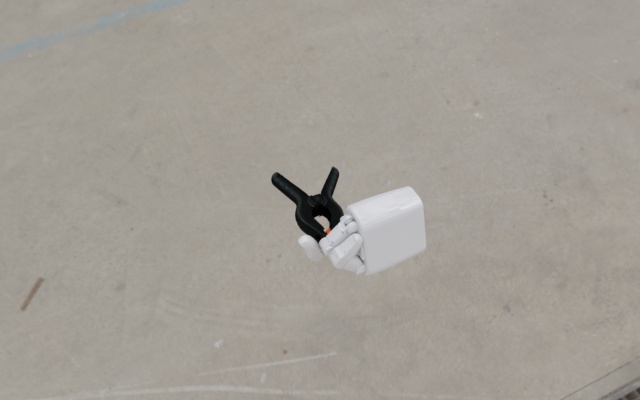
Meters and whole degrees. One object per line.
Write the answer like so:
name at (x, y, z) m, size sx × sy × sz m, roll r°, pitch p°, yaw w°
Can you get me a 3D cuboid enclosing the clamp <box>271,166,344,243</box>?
clamp at (0.000, 0.002, 0.792) m, size 0.120 × 0.171 × 0.039 m, roll -18°, pitch -37°, yaw -16°
